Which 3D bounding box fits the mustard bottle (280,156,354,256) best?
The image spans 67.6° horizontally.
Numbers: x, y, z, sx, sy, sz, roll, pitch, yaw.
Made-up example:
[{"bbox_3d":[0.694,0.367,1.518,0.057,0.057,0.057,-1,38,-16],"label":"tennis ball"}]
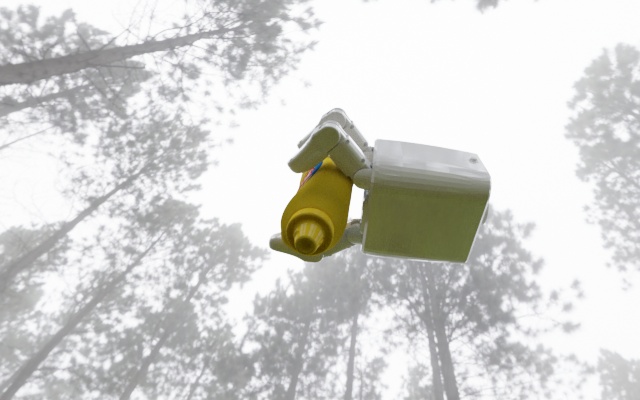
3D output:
[{"bbox_3d":[0.000,0.001,0.475,0.058,0.096,0.191,30,23,-5],"label":"mustard bottle"}]
